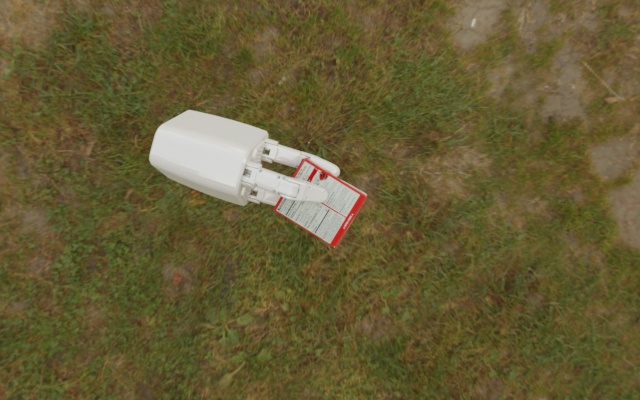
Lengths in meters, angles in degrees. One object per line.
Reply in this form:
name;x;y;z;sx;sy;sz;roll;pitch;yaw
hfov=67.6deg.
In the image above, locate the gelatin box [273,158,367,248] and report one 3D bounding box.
gelatin box;0.000;0.002;0.571;0.089;0.073;0.030;32;7;4
